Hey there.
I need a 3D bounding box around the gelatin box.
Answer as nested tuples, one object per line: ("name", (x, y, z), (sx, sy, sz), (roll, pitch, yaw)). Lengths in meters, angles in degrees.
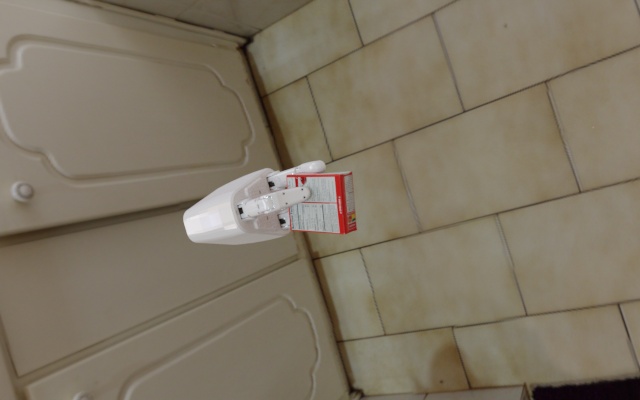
("gelatin box", (0.000, 0.002, 0.594), (0.089, 0.073, 0.030), (1, 11, 38))
